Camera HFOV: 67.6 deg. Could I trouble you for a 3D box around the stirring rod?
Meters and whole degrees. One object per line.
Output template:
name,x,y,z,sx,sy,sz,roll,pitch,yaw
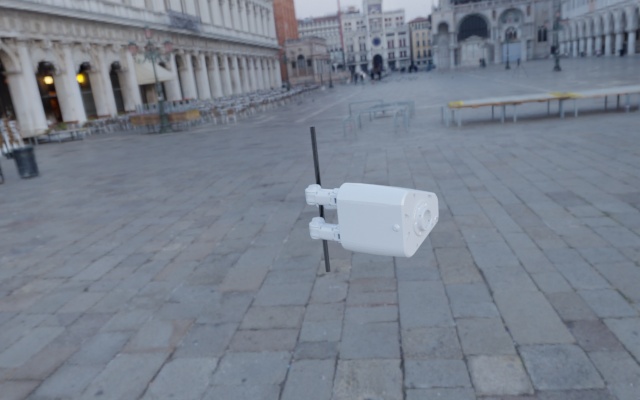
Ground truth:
stirring rod,0.000,0.003,0.766,0.011,0.239,0.011,-6,15,2
